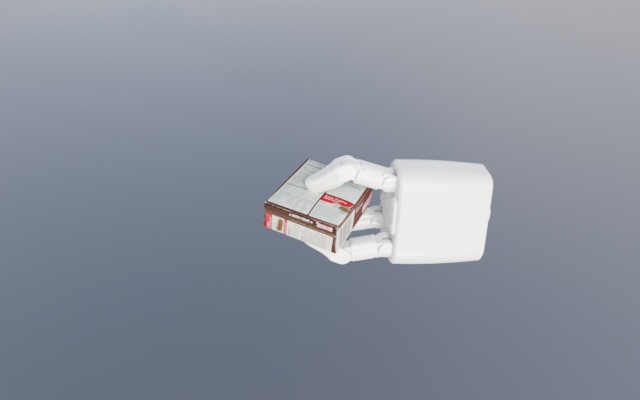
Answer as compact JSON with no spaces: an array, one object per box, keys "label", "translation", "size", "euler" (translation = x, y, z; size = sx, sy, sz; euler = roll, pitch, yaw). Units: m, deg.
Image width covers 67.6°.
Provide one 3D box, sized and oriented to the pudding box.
[{"label":"pudding box","translation":[0.000,0.002,0.544],"size":[0.090,0.039,0.113],"euler":[19,35,17]}]
